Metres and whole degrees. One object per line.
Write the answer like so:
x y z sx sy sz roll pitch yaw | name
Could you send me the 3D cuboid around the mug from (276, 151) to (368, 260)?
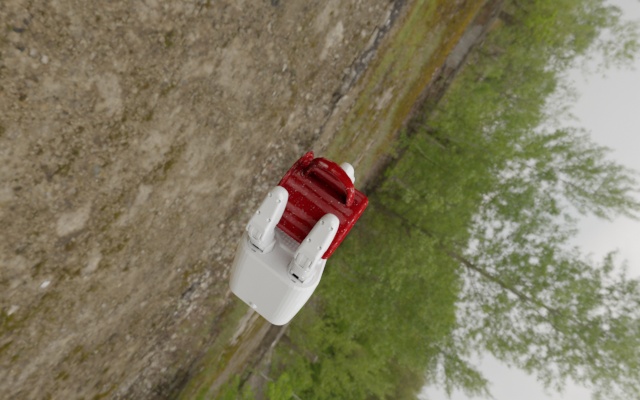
0.001 0.001 0.496 0.093 0.081 0.117 -49 -8 -39 | mug
